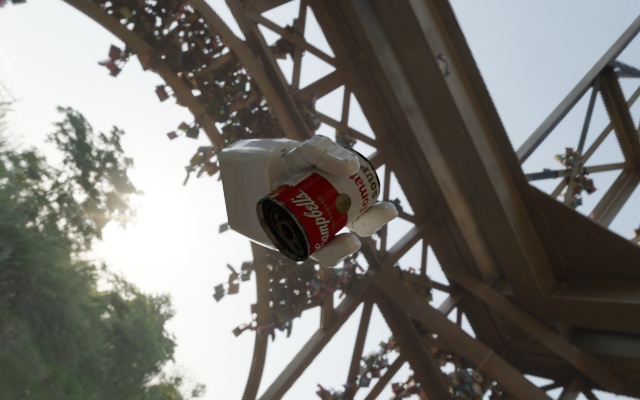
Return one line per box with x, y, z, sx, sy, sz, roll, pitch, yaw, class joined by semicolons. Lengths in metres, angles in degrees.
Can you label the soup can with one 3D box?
0.001;0.001;0.450;0.102;0.068;0.068;-36;21;-31;soup can
